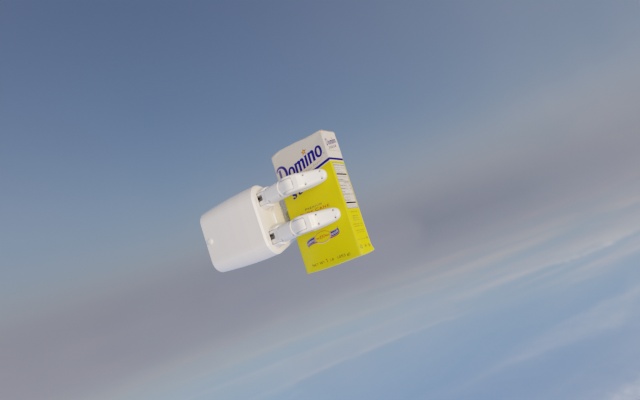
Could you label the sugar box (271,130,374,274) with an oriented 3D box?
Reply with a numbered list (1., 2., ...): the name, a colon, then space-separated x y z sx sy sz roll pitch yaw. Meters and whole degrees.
1. sugar box: 0.000 0.002 0.656 0.093 0.176 0.048 -24 -8 30
